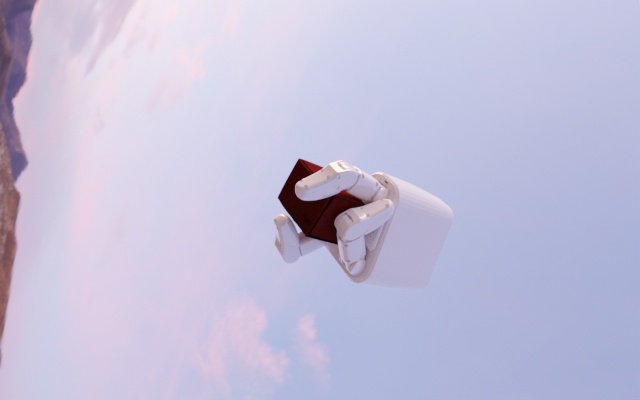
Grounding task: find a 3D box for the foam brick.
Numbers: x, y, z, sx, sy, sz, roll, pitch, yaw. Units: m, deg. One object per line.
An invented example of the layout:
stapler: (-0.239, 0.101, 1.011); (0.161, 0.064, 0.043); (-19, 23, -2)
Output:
foam brick: (0.000, 0.001, 0.502); (0.051, 0.053, 0.078); (17, 23, -39)
